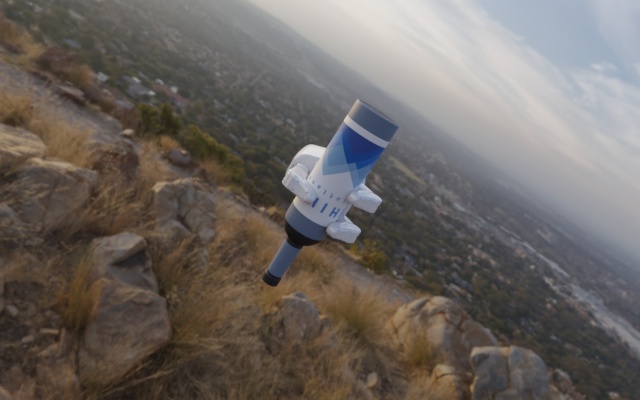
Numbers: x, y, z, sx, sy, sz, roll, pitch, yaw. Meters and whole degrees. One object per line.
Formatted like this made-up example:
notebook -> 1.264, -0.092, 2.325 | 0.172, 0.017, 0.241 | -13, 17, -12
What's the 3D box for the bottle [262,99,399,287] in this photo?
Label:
bottle -> 0.000, 0.002, 0.672 | 0.069, 0.296, 0.069 | 30, 17, -10
